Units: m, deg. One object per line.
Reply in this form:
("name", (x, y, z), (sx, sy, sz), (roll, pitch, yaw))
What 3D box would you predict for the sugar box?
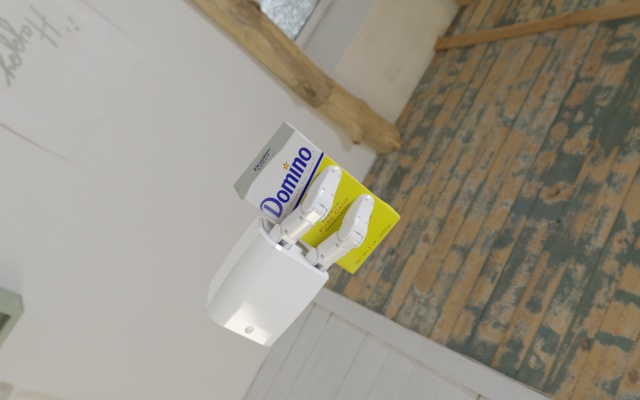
("sugar box", (0.000, 0.002, 0.539), (0.176, 0.093, 0.048), (36, 5, -32))
